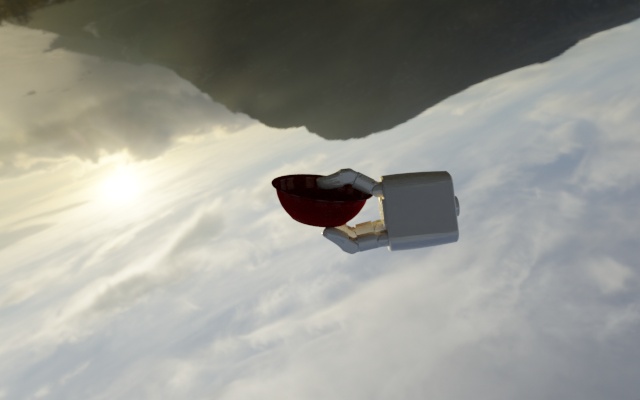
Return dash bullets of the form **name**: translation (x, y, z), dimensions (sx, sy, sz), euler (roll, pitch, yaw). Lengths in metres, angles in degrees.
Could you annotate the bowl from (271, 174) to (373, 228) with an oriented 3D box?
- **bowl**: translation (-0.001, 0.003, 0.757), dimensions (0.162, 0.055, 0.162), euler (7, 16, -2)
